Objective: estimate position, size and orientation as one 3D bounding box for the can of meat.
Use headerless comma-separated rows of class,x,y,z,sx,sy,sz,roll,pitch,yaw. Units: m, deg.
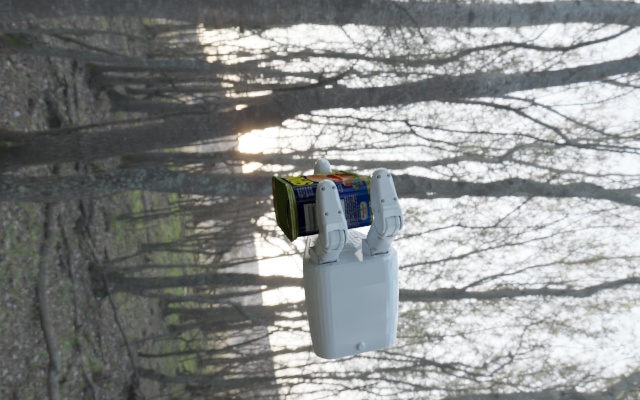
can of meat,0.000,0.001,0.493,0.084,0.057,0.102,-7,11,-14
